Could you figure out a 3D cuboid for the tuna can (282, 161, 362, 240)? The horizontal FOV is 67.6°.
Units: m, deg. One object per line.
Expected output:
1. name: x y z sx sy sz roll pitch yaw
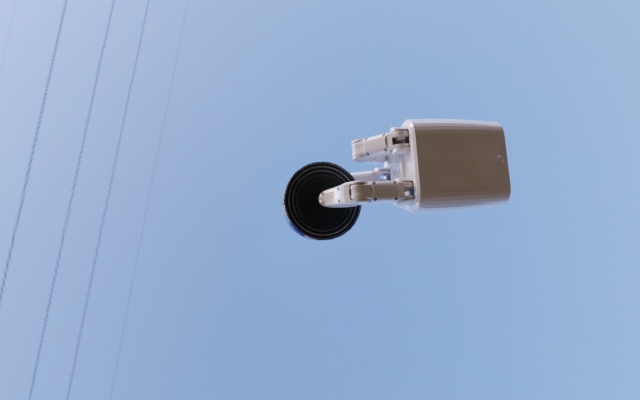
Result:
1. tuna can: 0.000 0.002 0.531 0.086 0.086 0.034 0 -6 -12
